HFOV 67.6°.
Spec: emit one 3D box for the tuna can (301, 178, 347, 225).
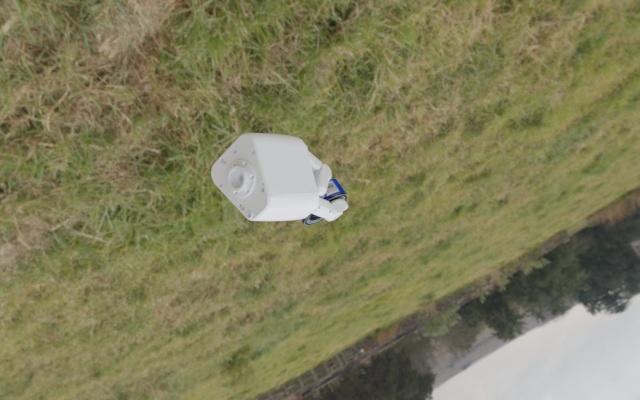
[{"bbox_3d":[0.000,0.003,0.766,0.086,0.033,0.086,-31,-17,-11],"label":"tuna can"}]
